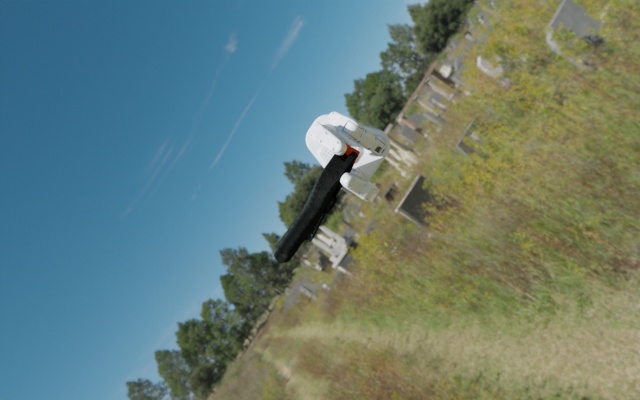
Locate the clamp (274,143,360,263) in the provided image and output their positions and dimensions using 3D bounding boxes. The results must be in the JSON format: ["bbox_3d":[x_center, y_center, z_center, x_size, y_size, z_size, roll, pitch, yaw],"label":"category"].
[{"bbox_3d":[0.000,0.002,0.642,0.039,0.171,0.120,34,8,1],"label":"clamp"}]
